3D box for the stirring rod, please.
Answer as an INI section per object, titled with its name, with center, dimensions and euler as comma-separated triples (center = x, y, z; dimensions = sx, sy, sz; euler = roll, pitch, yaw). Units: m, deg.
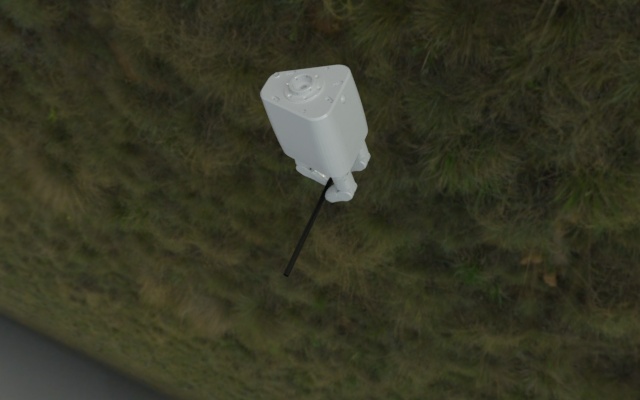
[stirring rod]
center = 0.000, 0.002, 0.688
dimensions = 0.011, 0.239, 0.011
euler = 20, -27, 11
